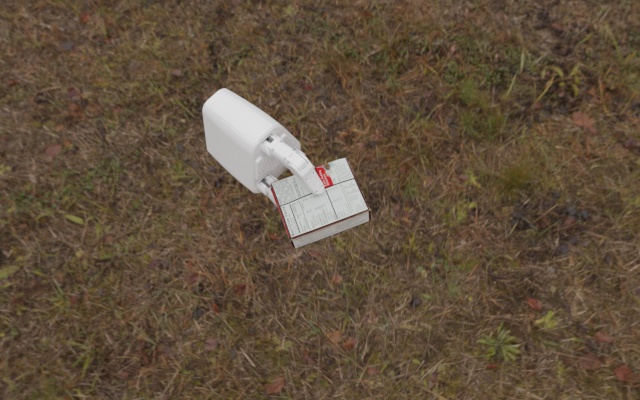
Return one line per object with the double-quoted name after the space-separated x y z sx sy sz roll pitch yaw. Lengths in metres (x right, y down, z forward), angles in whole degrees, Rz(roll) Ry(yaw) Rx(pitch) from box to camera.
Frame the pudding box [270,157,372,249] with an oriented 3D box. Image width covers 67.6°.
0.000 0.002 0.634 0.113 0.090 0.039 -20 -25 -2 "pudding box"
